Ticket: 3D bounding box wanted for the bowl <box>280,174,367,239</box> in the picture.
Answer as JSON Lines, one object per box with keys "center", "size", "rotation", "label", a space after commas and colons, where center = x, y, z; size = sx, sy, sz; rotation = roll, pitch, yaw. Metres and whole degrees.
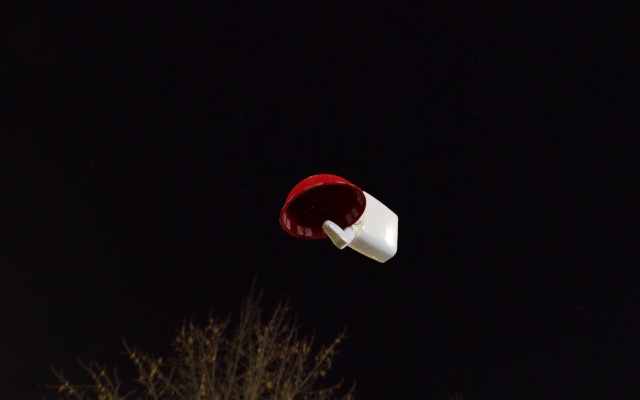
{"center": [-0.001, 0.002, 0.875], "size": [0.162, 0.055, 0.162], "rotation": [-11, -37, -9], "label": "bowl"}
